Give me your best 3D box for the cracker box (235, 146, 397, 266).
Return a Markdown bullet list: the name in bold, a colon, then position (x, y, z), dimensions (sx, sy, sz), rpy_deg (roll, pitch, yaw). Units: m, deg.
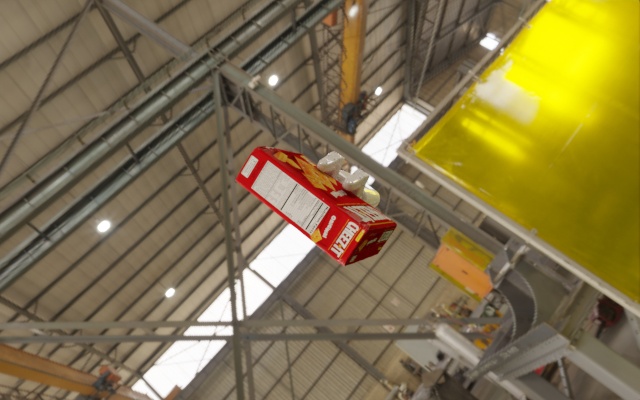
- **cracker box**: position (0.000, 0.002, 0.742), dimensions (0.213, 0.072, 0.164), rpy_deg (37, 14, 19)
